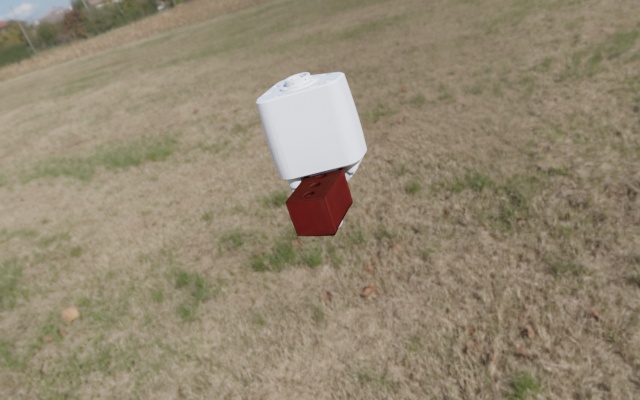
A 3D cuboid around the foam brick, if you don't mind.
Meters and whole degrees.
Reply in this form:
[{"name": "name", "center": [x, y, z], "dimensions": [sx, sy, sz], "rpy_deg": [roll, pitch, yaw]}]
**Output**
[{"name": "foam brick", "center": [0.000, 0.002, 0.589], "dimensions": [0.053, 0.051, 0.078], "rpy_deg": [-5, 29, 25]}]
